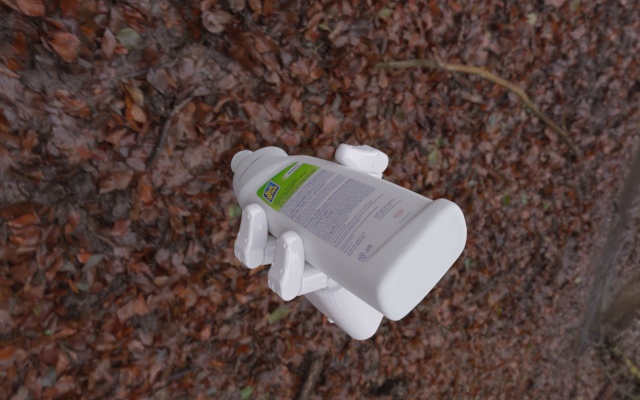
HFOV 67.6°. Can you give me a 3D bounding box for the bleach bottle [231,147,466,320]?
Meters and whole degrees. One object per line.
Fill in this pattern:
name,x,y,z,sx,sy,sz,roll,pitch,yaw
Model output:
bleach bottle,0.000,0.002,0.442,0.250,0.102,0.068,31,-21,42
